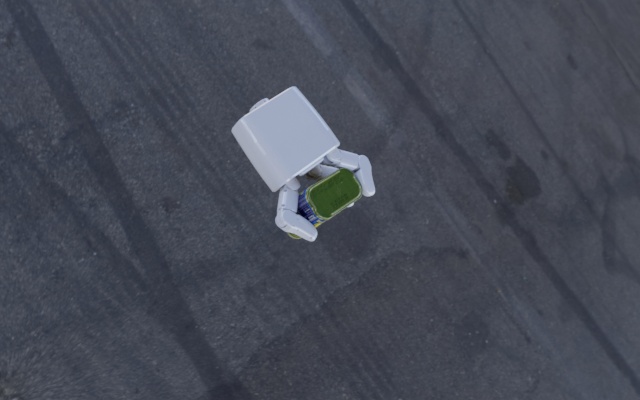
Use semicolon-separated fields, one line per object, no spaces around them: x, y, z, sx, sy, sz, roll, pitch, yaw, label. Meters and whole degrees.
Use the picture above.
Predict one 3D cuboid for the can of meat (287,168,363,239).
0.000;0.002;0.688;0.102;0.057;0.084;-33;0;-38;can of meat
